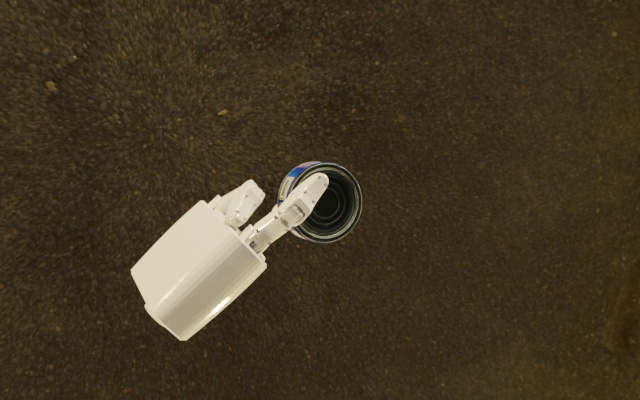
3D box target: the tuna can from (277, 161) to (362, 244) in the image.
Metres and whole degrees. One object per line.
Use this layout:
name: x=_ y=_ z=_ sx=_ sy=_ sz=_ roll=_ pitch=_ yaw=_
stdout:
tuna can: x=0.000 y=0.002 z=0.503 sx=0.086 sy=0.086 sz=0.034 roll=0 pitch=4 yaw=-22
